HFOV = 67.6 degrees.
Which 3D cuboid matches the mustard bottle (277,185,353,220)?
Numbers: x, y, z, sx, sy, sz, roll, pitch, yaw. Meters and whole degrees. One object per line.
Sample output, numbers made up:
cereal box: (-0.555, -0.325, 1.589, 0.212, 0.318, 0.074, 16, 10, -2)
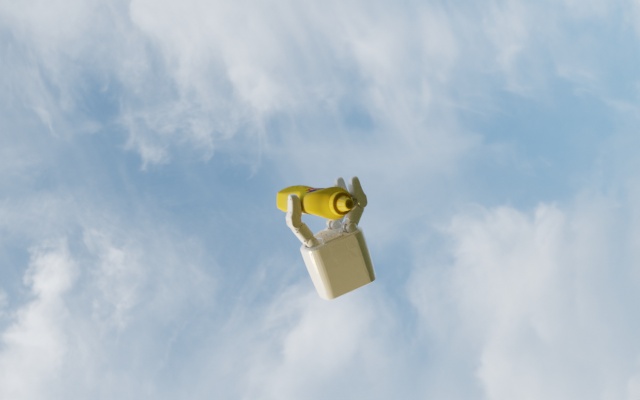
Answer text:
mustard bottle: (0.000, 0.003, 0.872, 0.096, 0.058, 0.191, 1, 3, -30)
